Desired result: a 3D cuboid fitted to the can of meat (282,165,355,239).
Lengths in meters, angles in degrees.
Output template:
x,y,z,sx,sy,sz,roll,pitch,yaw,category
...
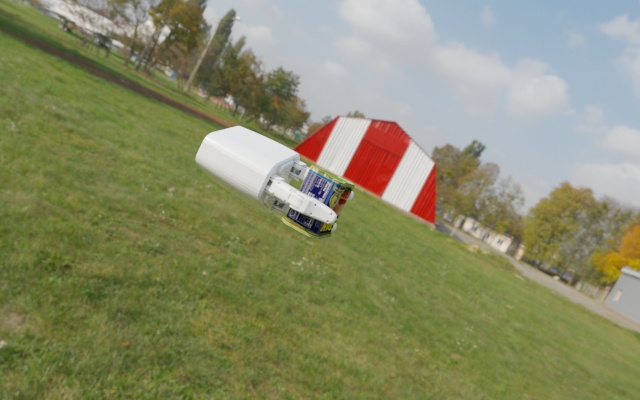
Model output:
x,y,z,sx,sy,sz,roll,pitch,yaw,category
0.000,0.002,0.661,0.057,0.084,0.102,28,6,14,can of meat
